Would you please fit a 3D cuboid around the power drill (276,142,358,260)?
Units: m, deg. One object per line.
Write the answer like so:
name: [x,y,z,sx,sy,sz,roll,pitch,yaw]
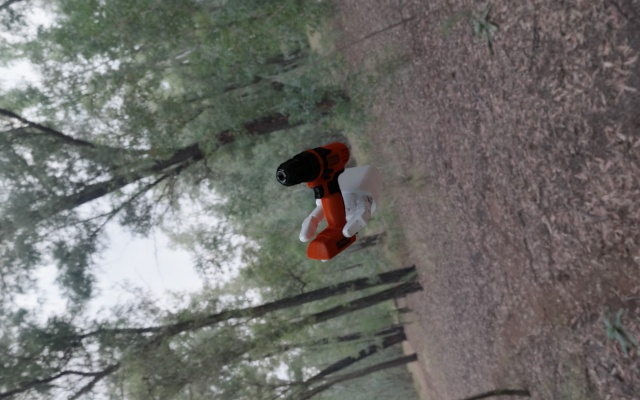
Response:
power drill: [0.000,0.003,0.820,0.057,0.188,0.184,3,19,36]
